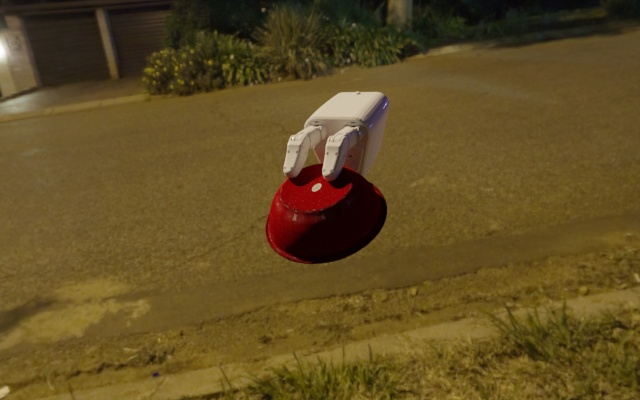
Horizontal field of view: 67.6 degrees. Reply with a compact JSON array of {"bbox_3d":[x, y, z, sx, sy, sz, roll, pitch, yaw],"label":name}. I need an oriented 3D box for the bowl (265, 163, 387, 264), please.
[{"bbox_3d":[0.000,0.003,0.601,0.162,0.055,0.162,-10,41,9],"label":"bowl"}]
